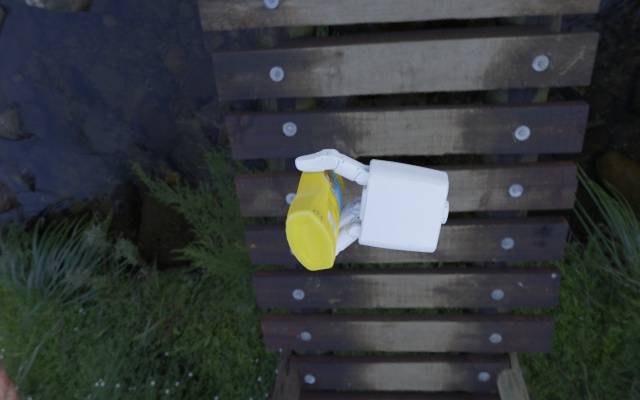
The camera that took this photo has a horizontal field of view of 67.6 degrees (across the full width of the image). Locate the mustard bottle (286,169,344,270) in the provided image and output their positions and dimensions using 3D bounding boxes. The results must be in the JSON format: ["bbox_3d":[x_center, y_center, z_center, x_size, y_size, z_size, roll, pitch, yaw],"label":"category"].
[{"bbox_3d":[0.000,0.002,0.673,0.058,0.096,0.191,-12,30,17],"label":"mustard bottle"}]
